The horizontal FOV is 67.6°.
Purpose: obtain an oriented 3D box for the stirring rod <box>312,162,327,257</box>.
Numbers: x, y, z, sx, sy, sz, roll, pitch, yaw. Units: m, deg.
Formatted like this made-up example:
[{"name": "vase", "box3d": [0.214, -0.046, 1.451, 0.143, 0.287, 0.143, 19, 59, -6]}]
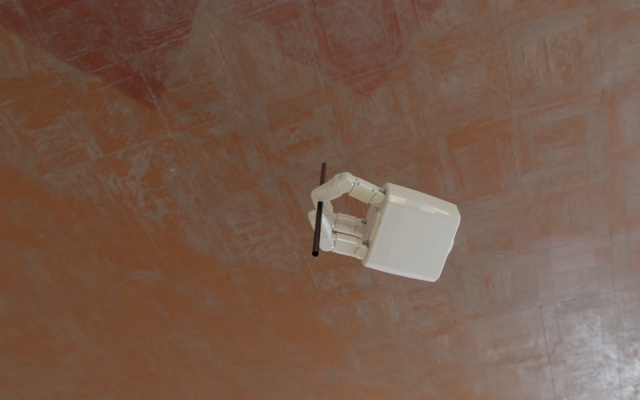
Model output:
[{"name": "stirring rod", "box3d": [0.000, 0.002, 0.648, 0.011, 0.011, 0.239, 0, 29, 3]}]
